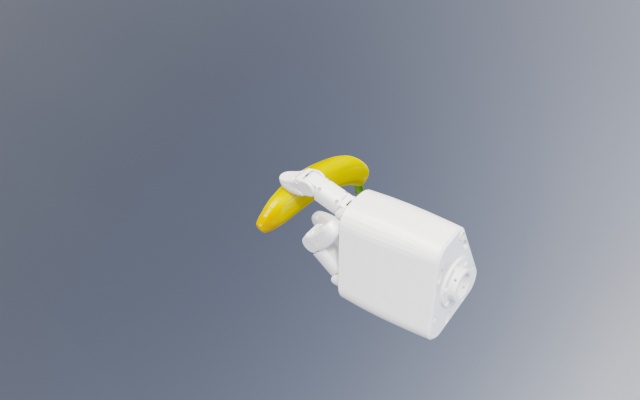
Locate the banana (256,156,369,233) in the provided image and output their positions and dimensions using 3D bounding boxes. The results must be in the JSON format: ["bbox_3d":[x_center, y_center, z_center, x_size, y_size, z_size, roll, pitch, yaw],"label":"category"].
[{"bbox_3d":[0.004,-0.016,0.571,0.037,0.070,0.198,22,27,36],"label":"banana"}]
